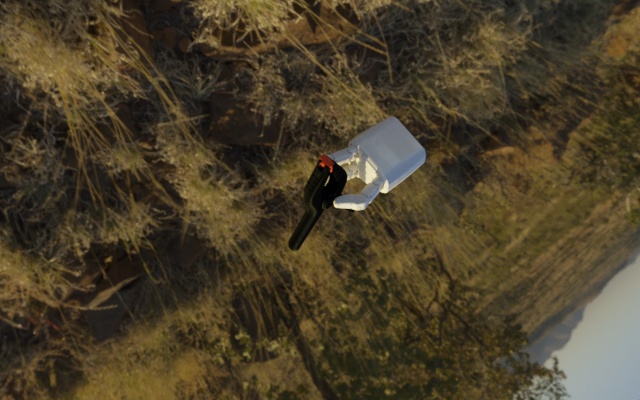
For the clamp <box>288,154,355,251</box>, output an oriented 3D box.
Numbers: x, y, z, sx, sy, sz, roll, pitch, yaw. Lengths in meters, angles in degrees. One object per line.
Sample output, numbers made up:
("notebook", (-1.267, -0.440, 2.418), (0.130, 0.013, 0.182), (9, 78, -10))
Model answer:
("clamp", (0.001, 0.003, 0.870), (0.164, 0.036, 0.210), (-37, -28, -19))
